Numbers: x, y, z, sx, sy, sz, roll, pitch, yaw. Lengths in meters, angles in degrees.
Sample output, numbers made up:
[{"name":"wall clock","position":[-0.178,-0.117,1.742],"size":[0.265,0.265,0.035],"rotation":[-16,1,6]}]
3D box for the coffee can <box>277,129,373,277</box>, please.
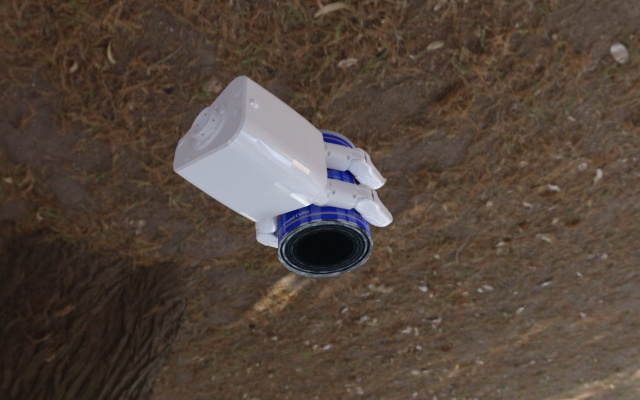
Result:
[{"name":"coffee can","position":[0.000,0.002,0.553],"size":[0.103,0.140,0.103],"rotation":[-3,-41,-3]}]
